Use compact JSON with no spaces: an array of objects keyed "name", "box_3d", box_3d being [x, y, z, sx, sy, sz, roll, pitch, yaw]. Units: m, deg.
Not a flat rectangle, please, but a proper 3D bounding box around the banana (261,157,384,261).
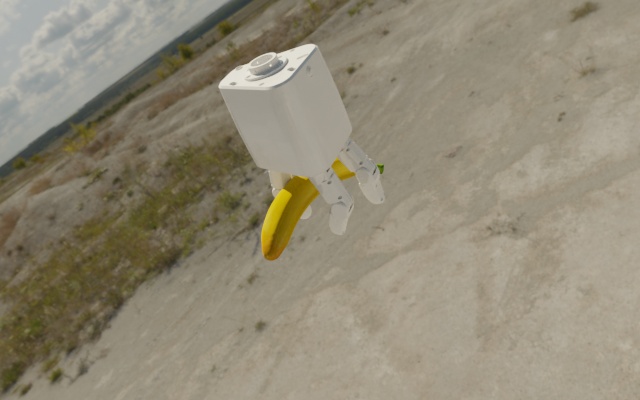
[{"name":"banana","box_3d":[-0.011,-0.008,0.573,0.069,0.037,0.197,30,57,35]}]
